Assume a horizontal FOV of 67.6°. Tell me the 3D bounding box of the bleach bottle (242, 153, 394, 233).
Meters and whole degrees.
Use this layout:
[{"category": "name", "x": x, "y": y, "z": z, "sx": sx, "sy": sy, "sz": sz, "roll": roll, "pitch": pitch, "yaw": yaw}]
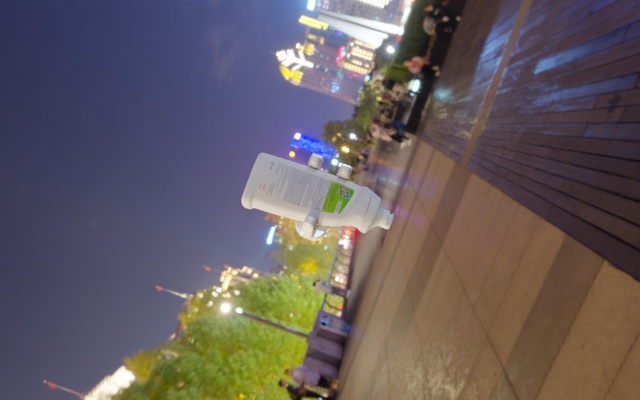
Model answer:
[{"category": "bleach bottle", "x": 0.000, "y": 0.003, "z": 0.823, "sx": 0.251, "sy": 0.102, "sz": 0.068, "roll": 19, "pitch": -10, "yaw": 2}]
